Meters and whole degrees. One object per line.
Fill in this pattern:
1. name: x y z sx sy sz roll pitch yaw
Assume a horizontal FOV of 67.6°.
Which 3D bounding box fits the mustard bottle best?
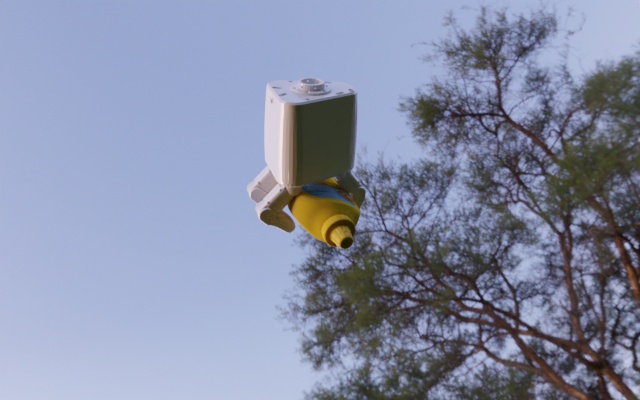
1. mustard bottle: 0.000 0.002 0.635 0.096 0.058 0.191 15 23 -29
